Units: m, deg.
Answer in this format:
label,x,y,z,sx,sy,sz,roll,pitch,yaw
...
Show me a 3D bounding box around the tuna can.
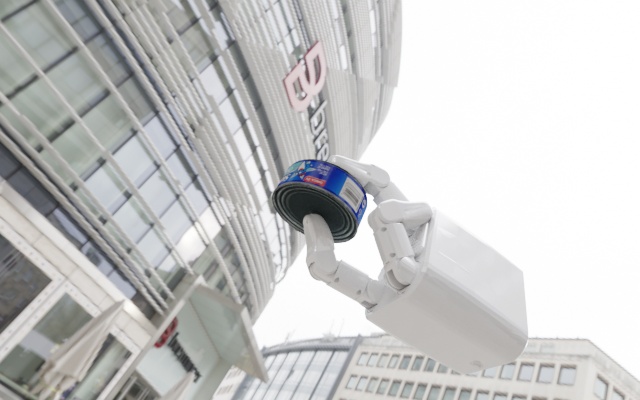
label,x,y,z,sx,sy,sz,roll,pitch,yaw
tuna can,0.000,0.001,0.447,0.086,0.033,0.086,19,-33,13
